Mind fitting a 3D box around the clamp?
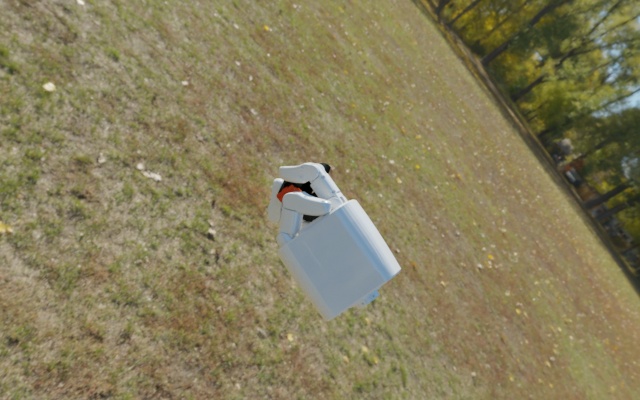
[{"bbox_3d":[0.000,0.002,0.679,0.039,0.120,0.171,-40,-10,24],"label":"clamp"}]
